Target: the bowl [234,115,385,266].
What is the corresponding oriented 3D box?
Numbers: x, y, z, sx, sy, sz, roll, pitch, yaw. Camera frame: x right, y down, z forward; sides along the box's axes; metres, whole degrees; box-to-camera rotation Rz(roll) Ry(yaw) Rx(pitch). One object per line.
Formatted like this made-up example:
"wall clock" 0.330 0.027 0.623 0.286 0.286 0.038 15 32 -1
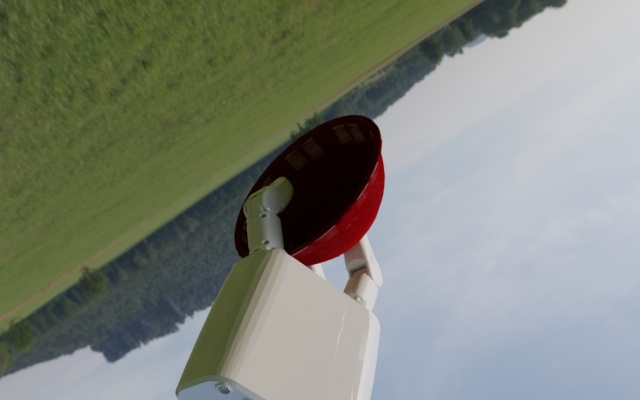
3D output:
"bowl" 0.001 0.001 0.424 0.162 0.162 0.055 0 -37 51
